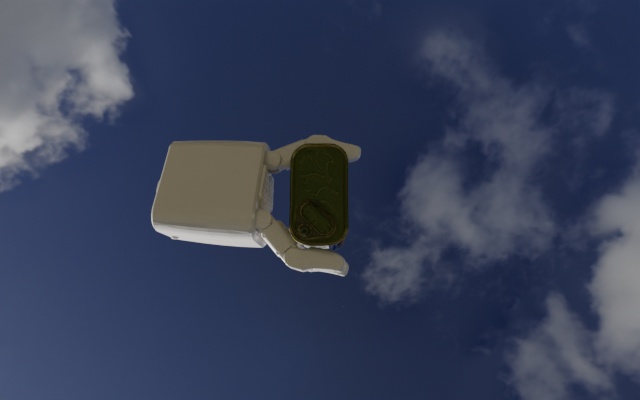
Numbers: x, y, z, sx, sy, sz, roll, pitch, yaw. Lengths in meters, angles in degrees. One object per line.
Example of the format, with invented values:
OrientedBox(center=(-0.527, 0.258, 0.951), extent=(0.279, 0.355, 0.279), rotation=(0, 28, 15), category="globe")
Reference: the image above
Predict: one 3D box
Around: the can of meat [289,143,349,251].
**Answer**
OrientedBox(center=(0.000, 0.002, 0.503), extent=(0.057, 0.102, 0.084), rotation=(0, -12, 2), category="can of meat")
